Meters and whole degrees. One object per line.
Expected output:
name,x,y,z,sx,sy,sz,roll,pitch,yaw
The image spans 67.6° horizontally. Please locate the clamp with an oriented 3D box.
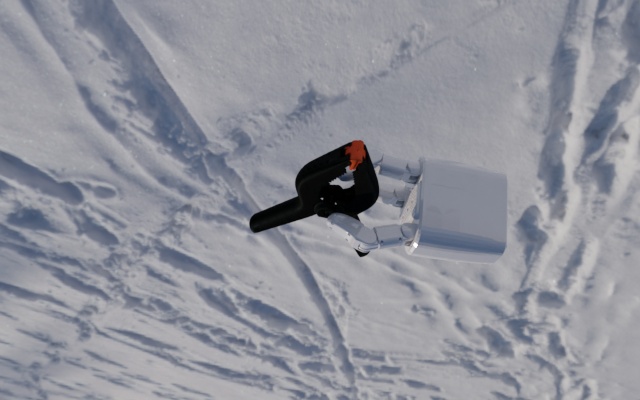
clamp,0.000,0.002,0.559,0.164,0.036,0.210,9,-33,-4
